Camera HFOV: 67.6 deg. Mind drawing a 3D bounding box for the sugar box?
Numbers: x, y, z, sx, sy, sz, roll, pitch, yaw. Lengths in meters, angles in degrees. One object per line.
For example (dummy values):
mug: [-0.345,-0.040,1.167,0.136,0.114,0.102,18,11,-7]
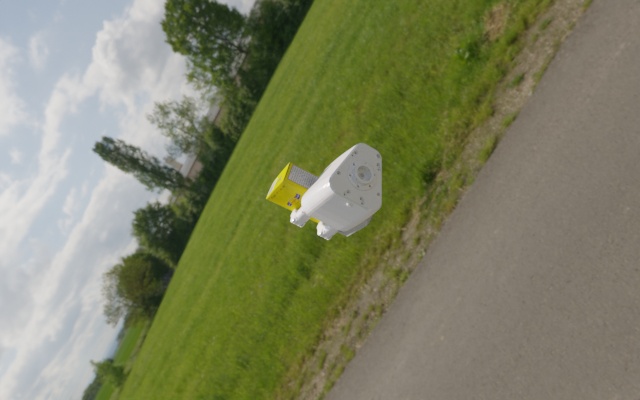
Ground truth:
sugar box: [0.000,0.003,0.861,0.176,0.048,0.093,28,-30,-14]
